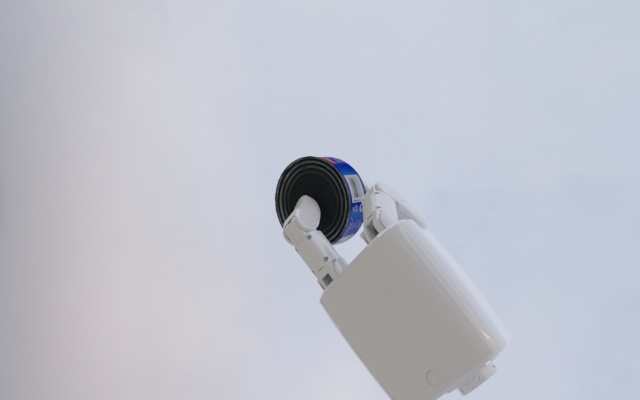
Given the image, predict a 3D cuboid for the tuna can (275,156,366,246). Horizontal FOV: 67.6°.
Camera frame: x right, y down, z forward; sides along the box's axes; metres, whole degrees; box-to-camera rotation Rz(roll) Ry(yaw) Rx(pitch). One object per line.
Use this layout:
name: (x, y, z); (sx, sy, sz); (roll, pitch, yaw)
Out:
tuna can: (0.000, 0.001, 0.445); (0.086, 0.086, 0.034); (0, 4, 37)
